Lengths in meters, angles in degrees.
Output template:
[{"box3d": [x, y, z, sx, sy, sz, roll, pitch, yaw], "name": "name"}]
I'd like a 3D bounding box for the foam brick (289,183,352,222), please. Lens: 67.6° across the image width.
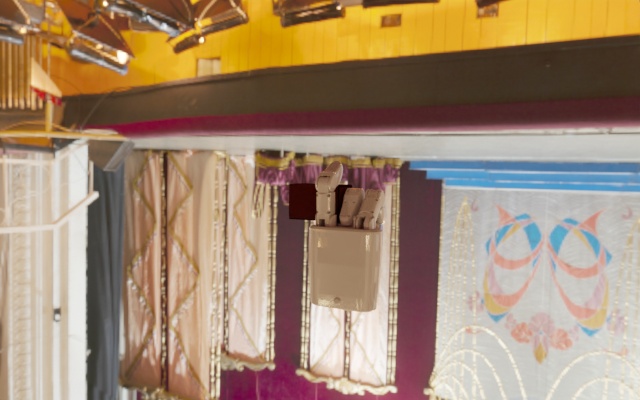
[{"box3d": [0.000, 0.002, 0.675, 0.078, 0.051, 0.053, 3, 4, 25], "name": "foam brick"}]
